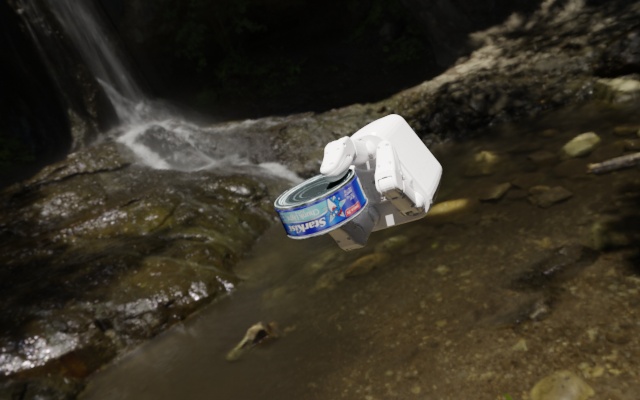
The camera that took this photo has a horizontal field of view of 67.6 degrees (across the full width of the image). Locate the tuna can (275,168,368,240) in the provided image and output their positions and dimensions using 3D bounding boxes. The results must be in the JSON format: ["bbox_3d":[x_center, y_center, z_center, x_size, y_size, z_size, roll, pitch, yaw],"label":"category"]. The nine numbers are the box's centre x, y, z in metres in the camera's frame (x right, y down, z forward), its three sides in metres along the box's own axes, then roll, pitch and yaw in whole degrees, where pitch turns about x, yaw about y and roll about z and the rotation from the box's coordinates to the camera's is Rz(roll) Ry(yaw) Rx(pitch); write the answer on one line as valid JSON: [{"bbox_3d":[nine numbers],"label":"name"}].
[{"bbox_3d":[0.000,0.001,0.458,0.086,0.034,0.086,-22,16,7],"label":"tuna can"}]
